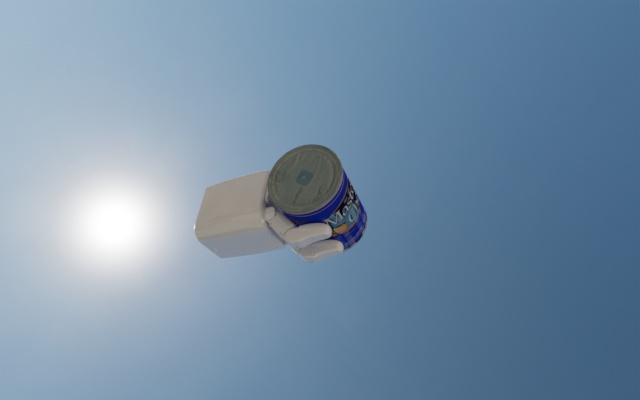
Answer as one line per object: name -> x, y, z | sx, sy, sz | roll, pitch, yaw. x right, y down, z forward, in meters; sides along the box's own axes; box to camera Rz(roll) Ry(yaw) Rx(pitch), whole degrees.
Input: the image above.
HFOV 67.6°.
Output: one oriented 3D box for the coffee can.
coffee can -> 0.000, 0.002, 0.671 | 0.103, 0.102, 0.140 | 0, -28, 21
